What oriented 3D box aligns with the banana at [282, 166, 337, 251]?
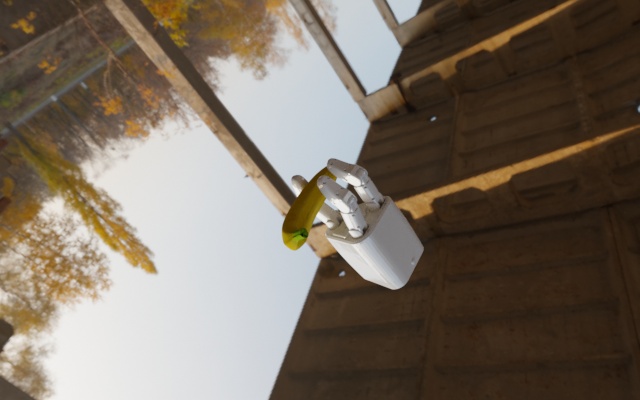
[{"bbox_3d":[-0.015,0.012,0.660,0.070,0.037,0.197,-31,20,29],"label":"banana"}]
